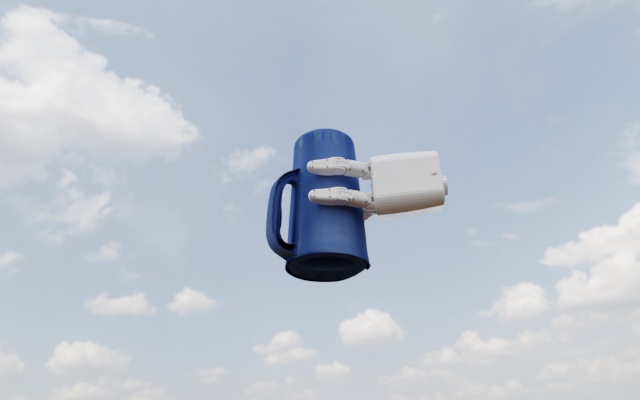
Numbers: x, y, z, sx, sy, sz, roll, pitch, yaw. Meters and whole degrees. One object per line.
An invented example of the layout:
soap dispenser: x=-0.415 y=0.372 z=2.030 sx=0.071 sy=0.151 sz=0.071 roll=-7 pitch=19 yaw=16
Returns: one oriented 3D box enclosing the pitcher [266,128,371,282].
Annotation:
pitcher: x=0.000 y=0.003 z=0.788 sx=0.145 sy=0.242 sz=0.149 roll=-7 pitch=-28 yaw=10
